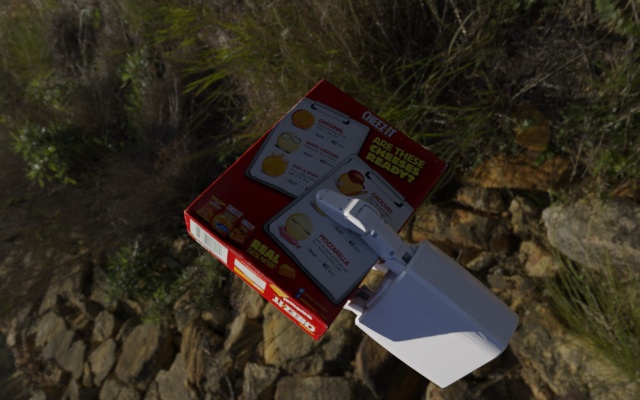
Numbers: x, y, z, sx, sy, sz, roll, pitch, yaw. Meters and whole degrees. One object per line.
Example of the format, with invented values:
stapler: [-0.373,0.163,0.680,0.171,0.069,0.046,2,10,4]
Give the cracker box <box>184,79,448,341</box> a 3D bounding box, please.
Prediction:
cracker box: [0.000,0.002,0.480,0.164,0.213,0.072,37,-27,8]
